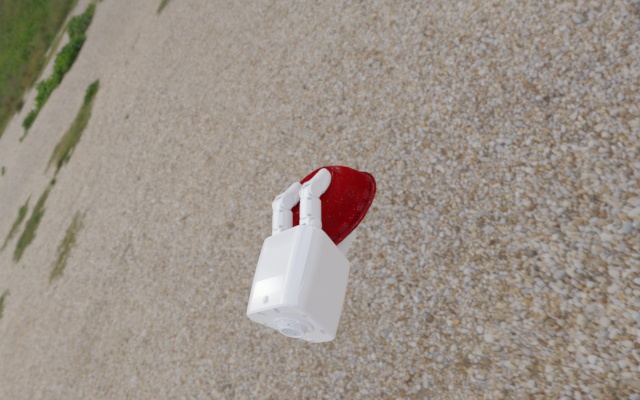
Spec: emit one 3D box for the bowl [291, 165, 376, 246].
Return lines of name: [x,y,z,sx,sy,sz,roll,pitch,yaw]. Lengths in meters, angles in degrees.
bowl: [0.000,0.001,0.686,0.055,0.162,0.162,45,-22,-24]
